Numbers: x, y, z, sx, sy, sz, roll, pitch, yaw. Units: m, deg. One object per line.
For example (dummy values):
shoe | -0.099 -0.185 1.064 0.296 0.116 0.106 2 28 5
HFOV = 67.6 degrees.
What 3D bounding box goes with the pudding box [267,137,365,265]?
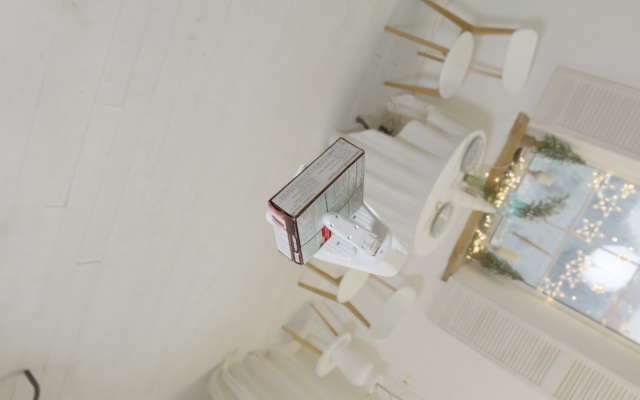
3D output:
pudding box | 0.000 0.002 0.500 0.039 0.113 0.090 31 -30 25
